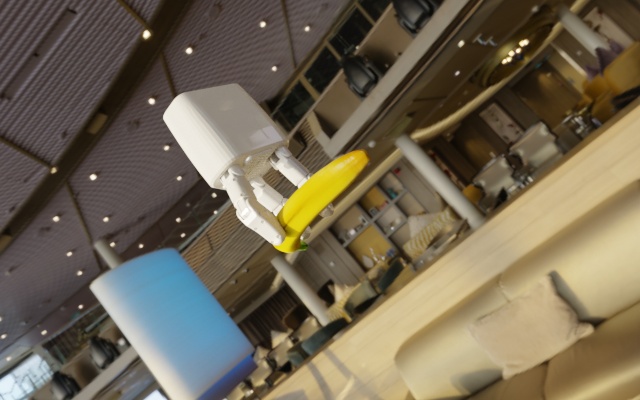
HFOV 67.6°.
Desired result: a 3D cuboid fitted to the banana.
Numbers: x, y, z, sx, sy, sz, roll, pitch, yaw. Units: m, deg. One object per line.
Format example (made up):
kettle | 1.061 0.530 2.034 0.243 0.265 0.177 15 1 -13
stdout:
banana | -0.014 0.010 0.534 0.069 0.037 0.198 -27 -17 -38
